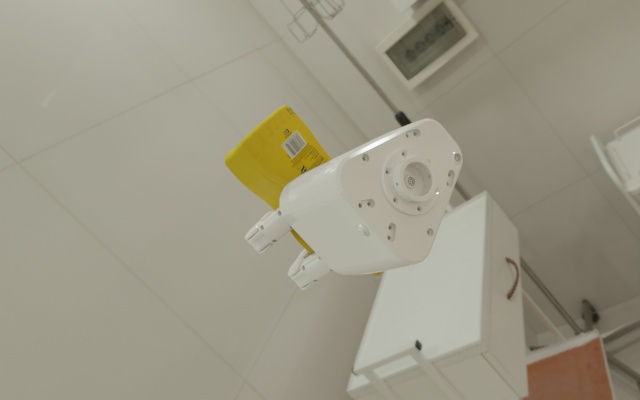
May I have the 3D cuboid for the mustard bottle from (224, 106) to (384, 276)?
[{"bbox_3d":[0.000,0.001,0.475,0.058,0.191,0.096,-34,12,40],"label":"mustard bottle"}]
